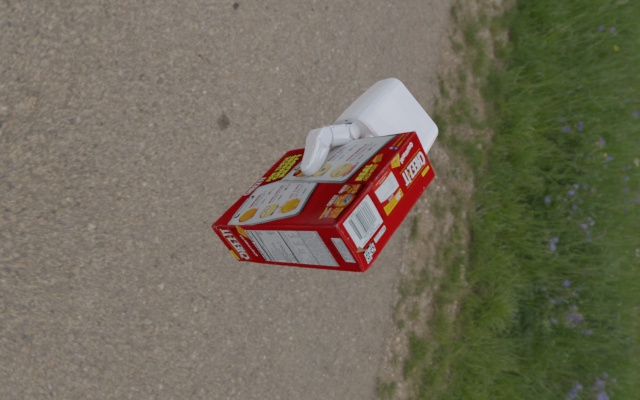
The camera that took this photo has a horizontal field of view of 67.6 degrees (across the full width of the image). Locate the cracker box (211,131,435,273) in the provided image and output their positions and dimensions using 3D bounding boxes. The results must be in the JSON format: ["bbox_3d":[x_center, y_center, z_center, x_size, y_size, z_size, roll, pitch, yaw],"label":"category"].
[{"bbox_3d":[0.000,0.002,0.557,0.213,0.072,0.164,-3,36,46],"label":"cracker box"}]
